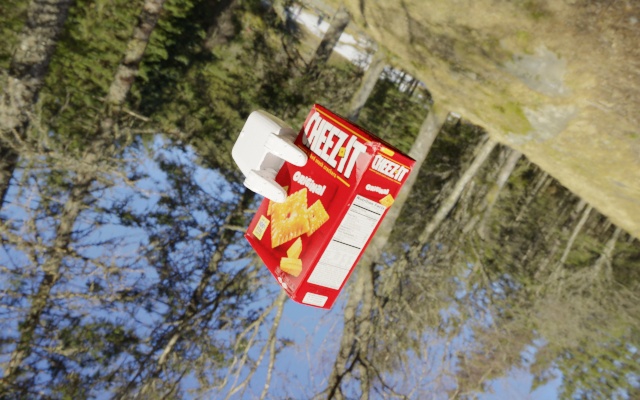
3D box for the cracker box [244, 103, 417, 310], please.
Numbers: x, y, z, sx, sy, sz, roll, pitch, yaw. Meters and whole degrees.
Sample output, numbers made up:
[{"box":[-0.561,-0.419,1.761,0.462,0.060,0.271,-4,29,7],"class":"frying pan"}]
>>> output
[{"box":[0.000,0.002,0.611,0.072,0.214,0.164,20,14,-37],"class":"cracker box"}]
